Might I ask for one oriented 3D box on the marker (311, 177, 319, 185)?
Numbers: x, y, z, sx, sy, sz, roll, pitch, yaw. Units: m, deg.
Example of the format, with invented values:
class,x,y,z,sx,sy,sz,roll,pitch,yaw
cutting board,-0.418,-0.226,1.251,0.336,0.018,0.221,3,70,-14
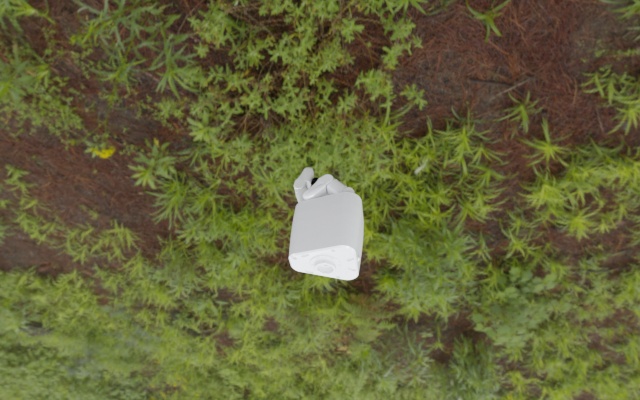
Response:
class,x,y,z,sx,sy,sz,roll,pitch,yaw
marker,0.000,0.003,0.875,0.020,0.020,0.121,0,-41,11
